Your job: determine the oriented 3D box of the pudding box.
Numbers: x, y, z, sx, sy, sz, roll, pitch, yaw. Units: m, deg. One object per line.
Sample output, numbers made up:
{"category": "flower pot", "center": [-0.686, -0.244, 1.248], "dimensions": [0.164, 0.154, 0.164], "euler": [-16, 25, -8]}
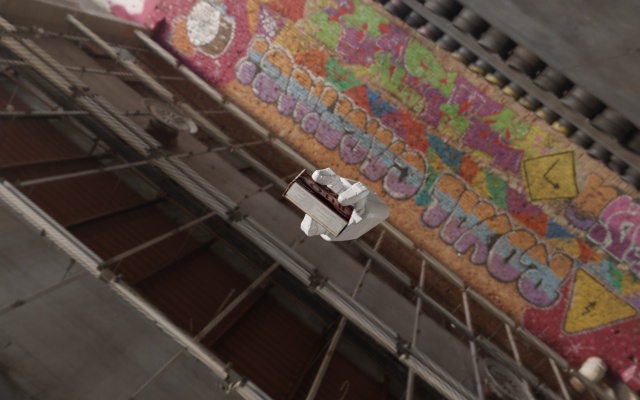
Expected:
{"category": "pudding box", "center": [0.000, 0.003, 0.789], "dimensions": [0.113, 0.039, 0.090], "euler": [36, 17, -1]}
